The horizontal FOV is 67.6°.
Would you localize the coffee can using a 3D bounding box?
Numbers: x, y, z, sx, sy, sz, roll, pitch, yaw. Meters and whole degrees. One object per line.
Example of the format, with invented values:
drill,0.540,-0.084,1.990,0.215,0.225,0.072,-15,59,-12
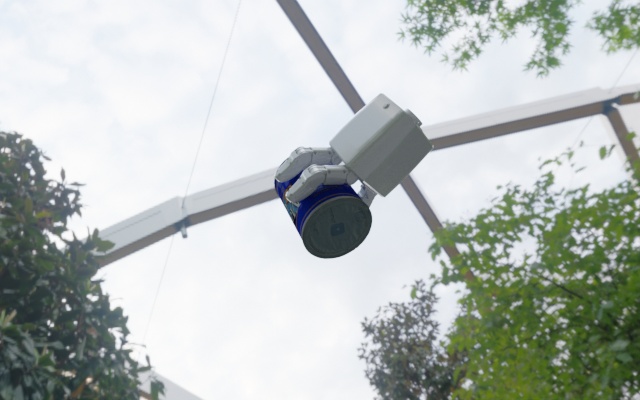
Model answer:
coffee can,0.000,0.003,0.699,0.103,0.103,0.140,0,33,-25
